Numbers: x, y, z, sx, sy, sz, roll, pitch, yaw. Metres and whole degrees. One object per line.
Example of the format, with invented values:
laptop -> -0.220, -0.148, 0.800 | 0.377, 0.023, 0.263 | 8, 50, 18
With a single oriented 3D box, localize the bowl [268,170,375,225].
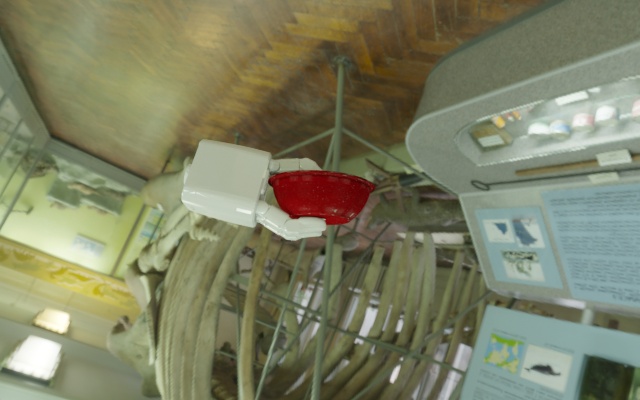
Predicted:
bowl -> 0.001, 0.003, 0.711 | 0.162, 0.055, 0.162 | 3, -12, 1
